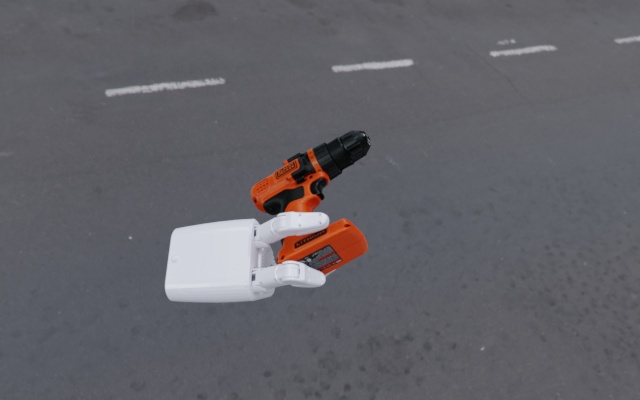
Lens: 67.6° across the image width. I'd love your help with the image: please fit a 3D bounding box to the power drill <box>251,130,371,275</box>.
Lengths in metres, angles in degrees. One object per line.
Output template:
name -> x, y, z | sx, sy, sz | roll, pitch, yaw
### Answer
power drill -> 0.000, 0.002, 0.613 | 0.184, 0.187, 0.057 | -31, -51, 12
